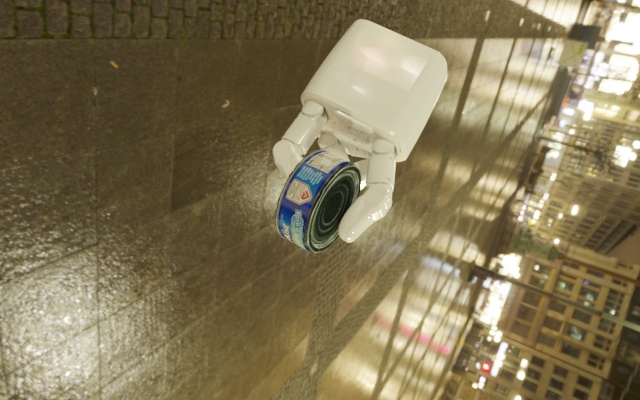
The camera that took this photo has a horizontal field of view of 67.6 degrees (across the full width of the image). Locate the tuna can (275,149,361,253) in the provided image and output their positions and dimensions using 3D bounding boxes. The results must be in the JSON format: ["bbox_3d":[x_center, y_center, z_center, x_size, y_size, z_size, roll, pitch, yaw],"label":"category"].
[{"bbox_3d":[0.001,0.002,0.413,0.033,0.086,0.086,26,12,24],"label":"tuna can"}]
